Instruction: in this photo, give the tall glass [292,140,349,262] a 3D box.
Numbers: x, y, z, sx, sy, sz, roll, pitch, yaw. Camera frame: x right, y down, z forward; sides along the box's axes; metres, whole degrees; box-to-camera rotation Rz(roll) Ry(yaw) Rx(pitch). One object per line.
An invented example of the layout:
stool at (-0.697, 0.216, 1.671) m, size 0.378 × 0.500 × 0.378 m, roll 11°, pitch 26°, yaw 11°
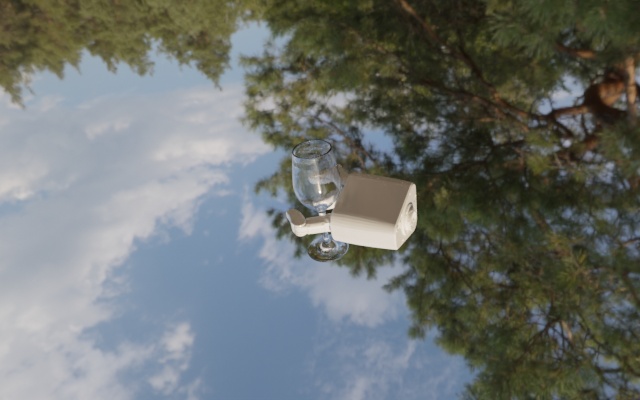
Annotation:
tall glass at (0.000, 0.003, 0.787) m, size 0.079 × 0.201 × 0.079 m, roll -7°, pitch 34°, yaw 5°
